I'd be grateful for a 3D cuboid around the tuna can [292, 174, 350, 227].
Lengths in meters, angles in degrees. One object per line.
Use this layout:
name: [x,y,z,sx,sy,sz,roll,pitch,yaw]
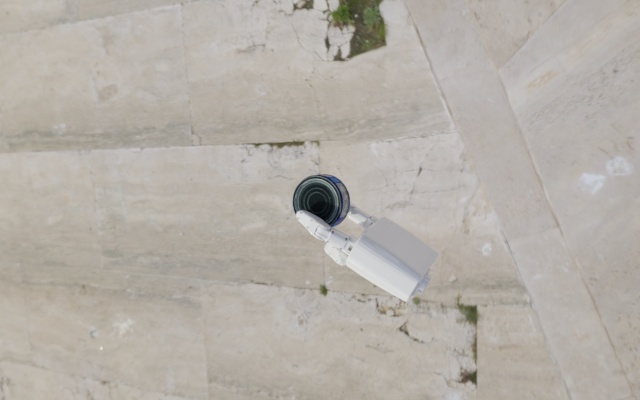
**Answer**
tuna can: [0.000,0.002,0.735,0.086,0.086,0.034,0,4,25]
